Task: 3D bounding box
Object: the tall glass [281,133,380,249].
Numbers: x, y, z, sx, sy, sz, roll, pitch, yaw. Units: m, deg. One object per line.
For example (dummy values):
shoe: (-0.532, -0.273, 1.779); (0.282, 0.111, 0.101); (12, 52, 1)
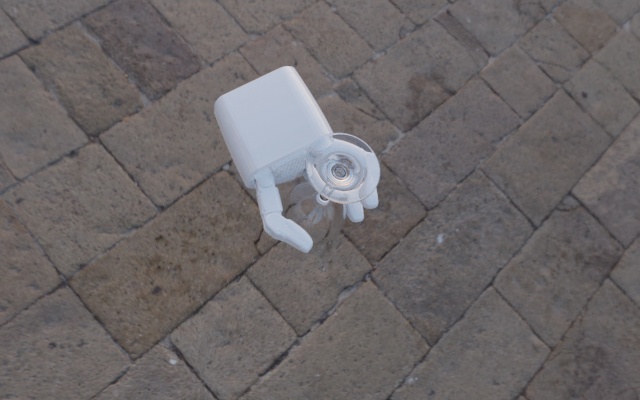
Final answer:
tall glass: (0.000, 0.002, 0.546); (0.079, 0.079, 0.201); (0, -20, -13)
